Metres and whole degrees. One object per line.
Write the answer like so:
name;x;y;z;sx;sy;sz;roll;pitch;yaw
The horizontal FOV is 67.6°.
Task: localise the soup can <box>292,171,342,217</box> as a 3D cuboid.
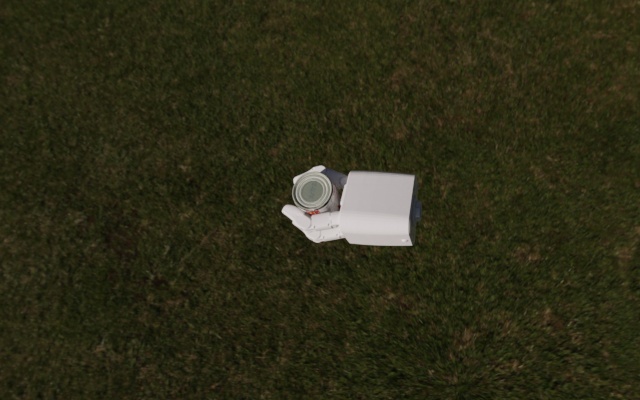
soup can;0.000;0.002;0.784;0.068;0.068;0.102;0;-21;16
